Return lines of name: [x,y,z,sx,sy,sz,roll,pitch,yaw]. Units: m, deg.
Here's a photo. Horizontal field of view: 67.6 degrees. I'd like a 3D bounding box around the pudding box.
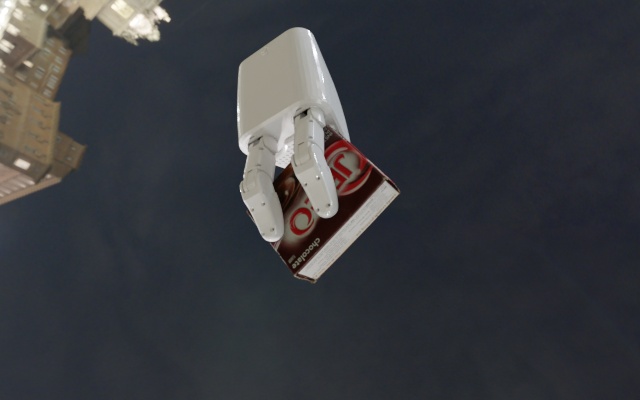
pudding box: [0.000,0.001,0.422,0.039,0.113,0.090,31,13,-50]
